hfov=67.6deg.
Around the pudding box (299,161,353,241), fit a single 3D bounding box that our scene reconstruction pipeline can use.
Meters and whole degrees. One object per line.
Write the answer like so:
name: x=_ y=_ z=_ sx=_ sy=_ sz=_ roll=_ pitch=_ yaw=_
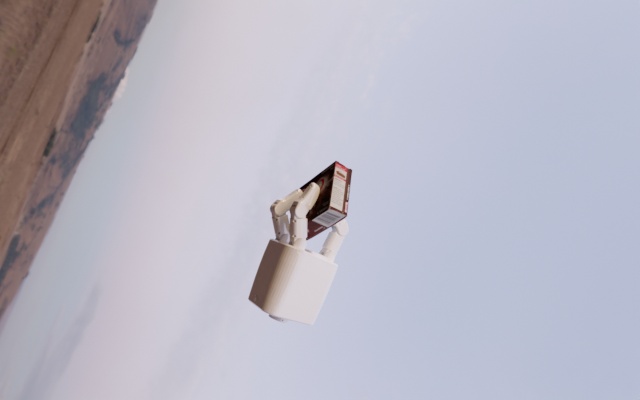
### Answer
pudding box: x=0.000 y=0.003 z=0.755 sx=0.039 sy=0.090 sz=0.113 roll=27 pitch=-37 yaw=-27
